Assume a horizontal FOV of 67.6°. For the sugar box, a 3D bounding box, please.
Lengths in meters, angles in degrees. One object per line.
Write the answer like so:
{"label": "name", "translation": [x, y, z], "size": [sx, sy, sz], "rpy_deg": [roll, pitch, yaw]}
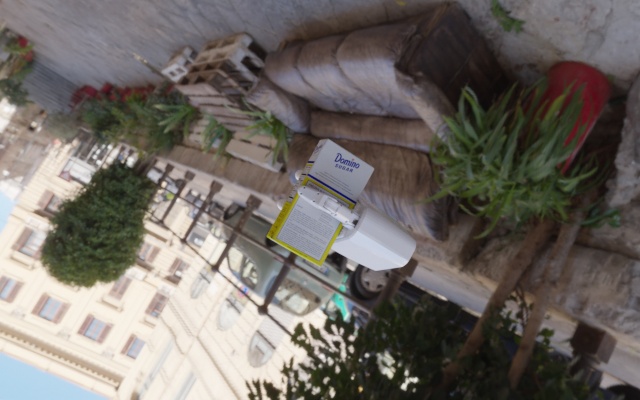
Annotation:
{"label": "sugar box", "translation": [0.000, 0.003, 0.741], "size": [0.093, 0.176, 0.048], "rpy_deg": [31, -7, -18]}
